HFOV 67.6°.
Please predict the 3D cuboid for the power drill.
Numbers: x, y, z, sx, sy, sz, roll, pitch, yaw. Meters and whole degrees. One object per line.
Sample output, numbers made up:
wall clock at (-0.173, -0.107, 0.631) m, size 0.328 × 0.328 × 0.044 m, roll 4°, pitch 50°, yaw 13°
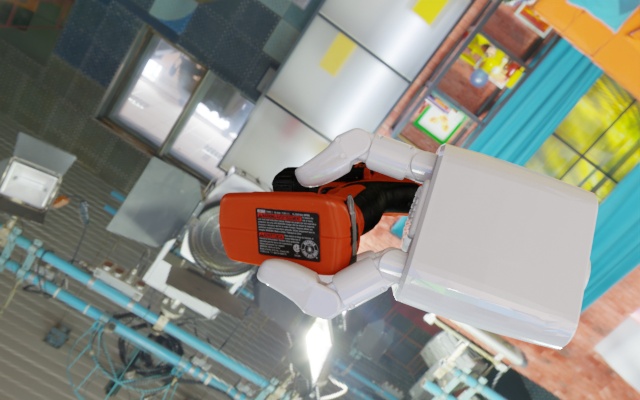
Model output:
power drill at (0.000, 0.002, 0.414) m, size 0.184 × 0.057 × 0.187 m, roll 2°, pitch 14°, yaw 29°
